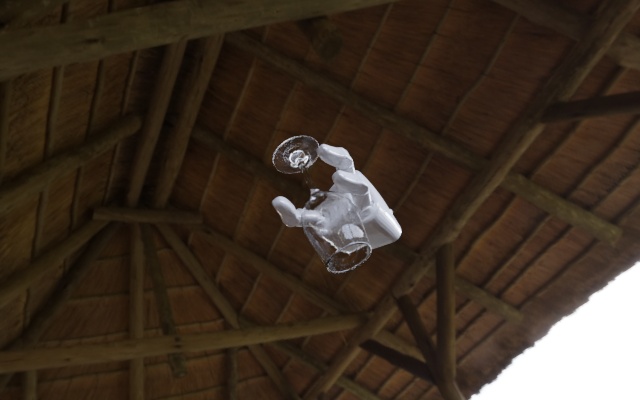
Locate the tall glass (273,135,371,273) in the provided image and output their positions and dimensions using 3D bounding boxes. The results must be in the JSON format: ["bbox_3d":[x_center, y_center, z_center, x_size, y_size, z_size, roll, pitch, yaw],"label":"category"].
[{"bbox_3d":[0.000,0.002,0.661,0.079,0.201,0.079,-17,-38,-13],"label":"tall glass"}]
